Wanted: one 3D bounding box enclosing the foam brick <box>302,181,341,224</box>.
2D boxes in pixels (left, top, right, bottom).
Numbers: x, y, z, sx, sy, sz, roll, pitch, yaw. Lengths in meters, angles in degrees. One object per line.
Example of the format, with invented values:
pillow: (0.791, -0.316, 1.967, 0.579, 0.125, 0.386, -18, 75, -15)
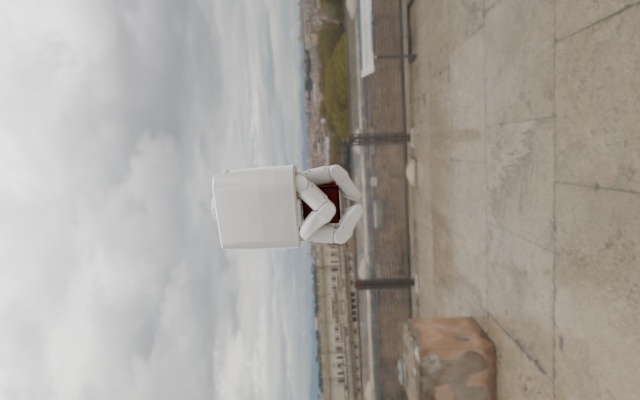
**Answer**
foam brick: (0.000, 0.002, 0.682, 0.051, 0.053, 0.078, -4, 7, 0)
